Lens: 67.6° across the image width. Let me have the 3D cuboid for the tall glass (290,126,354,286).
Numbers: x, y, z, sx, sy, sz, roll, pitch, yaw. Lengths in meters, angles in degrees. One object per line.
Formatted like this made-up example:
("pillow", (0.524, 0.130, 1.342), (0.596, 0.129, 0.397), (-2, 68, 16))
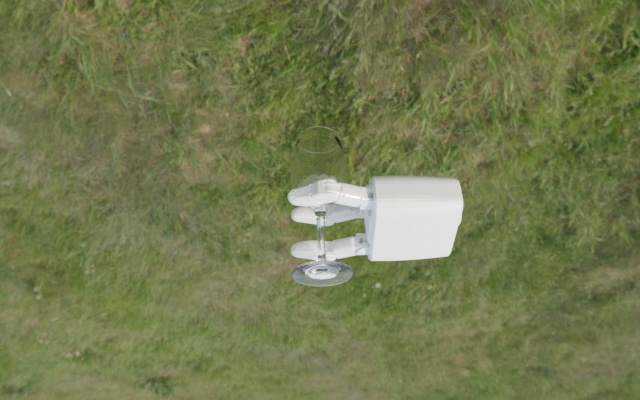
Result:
("tall glass", (0.000, 0.003, 0.612), (0.079, 0.201, 0.079), (-1, -31, -1))
